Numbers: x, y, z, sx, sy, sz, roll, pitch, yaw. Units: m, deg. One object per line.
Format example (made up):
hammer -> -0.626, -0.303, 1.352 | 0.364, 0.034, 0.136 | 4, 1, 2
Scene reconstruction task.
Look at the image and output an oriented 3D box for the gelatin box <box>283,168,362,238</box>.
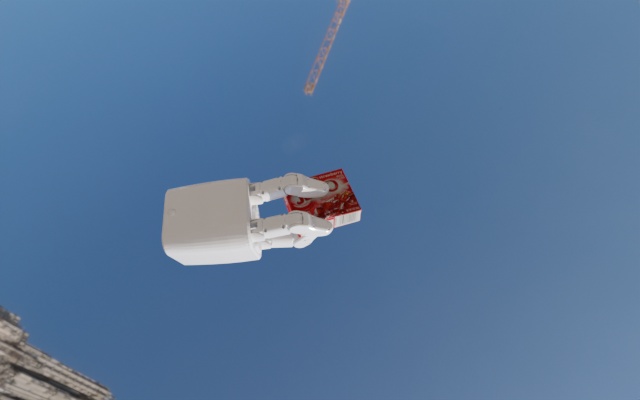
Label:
gelatin box -> 0.000, 0.002, 0.632 | 0.089, 0.073, 0.030 | -15, -34, -13
